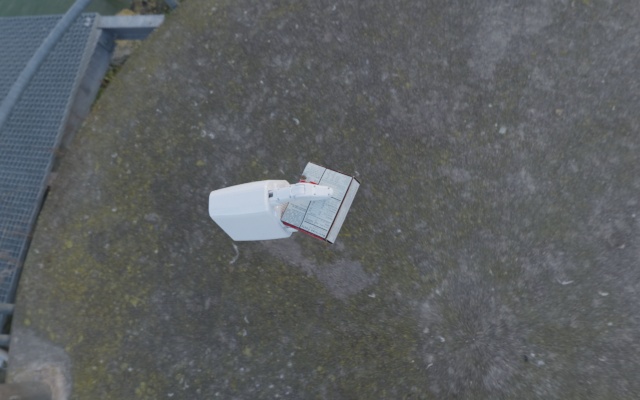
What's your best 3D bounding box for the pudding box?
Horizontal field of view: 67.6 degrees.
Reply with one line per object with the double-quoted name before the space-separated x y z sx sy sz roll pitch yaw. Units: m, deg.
"pudding box" 0.000 0.002 0.766 0.090 0.113 0.039 22 -6 26
